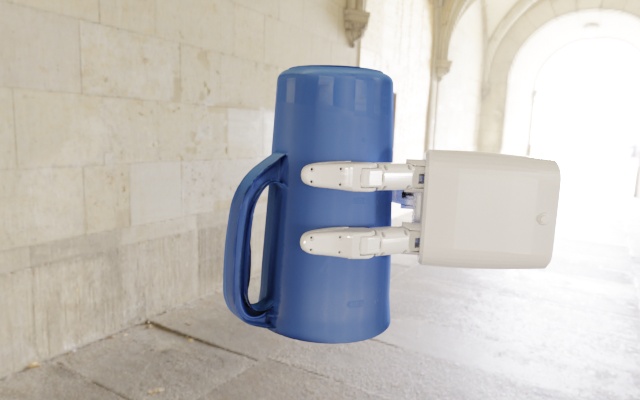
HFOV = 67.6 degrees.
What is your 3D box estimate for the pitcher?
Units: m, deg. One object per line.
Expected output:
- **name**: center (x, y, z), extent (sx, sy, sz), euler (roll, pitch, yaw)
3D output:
- **pitcher**: center (0.000, 0.001, 0.451), extent (0.145, 0.243, 0.149), euler (4, 9, 9)
